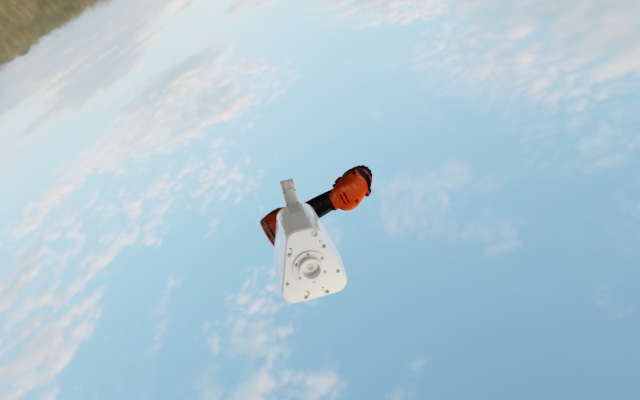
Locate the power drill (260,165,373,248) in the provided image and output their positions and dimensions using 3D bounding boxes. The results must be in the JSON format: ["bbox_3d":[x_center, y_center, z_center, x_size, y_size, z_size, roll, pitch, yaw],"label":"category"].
[{"bbox_3d":[0.000,0.003,0.813,0.188,0.057,0.184,-29,4,19],"label":"power drill"}]
